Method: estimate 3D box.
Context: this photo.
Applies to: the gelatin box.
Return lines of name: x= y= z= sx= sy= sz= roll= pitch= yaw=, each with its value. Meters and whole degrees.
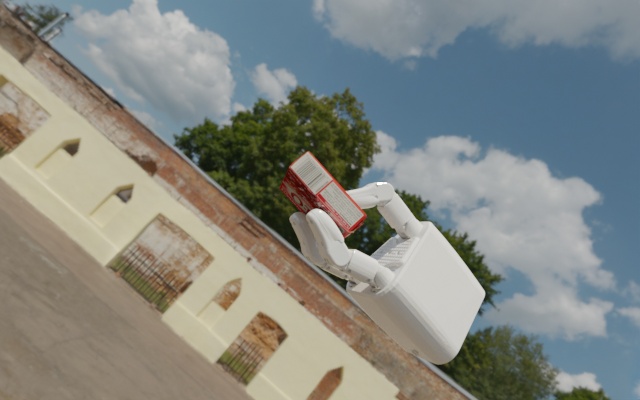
gelatin box: x=0.000 y=0.001 z=0.490 sx=0.030 sy=0.089 sz=0.073 roll=-41 pitch=-3 yaw=-19
